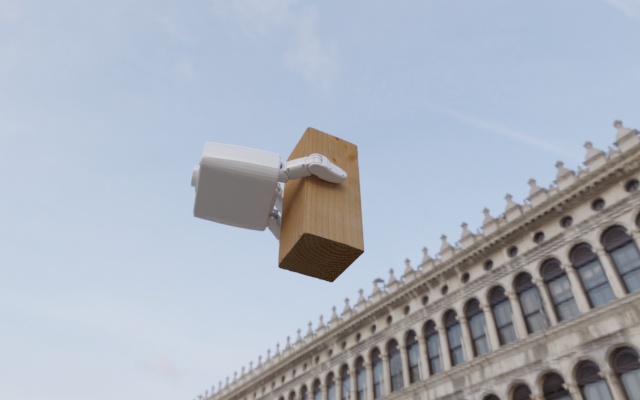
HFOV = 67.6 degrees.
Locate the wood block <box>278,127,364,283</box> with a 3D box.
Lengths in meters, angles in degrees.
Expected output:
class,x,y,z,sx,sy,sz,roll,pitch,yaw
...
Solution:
class,x,y,z,sx,sy,sz,roll,pitch,yaw
wood block,0.000,0.002,0.703,0.090,0.206,0.091,19,-44,-20
